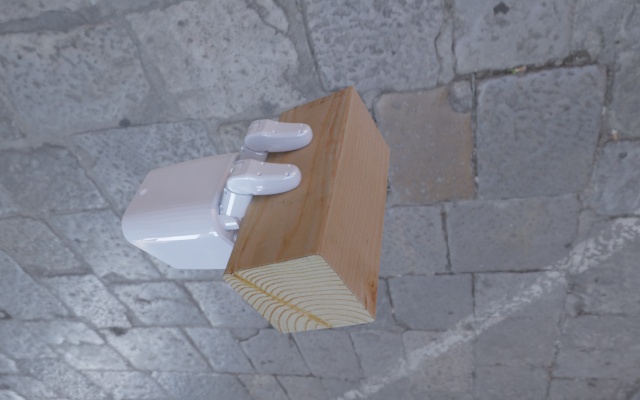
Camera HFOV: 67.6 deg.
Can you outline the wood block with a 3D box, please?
[{"bbox_3d":[0.000,0.002,0.432,0.090,0.206,0.091,-15,-49,26],"label":"wood block"}]
